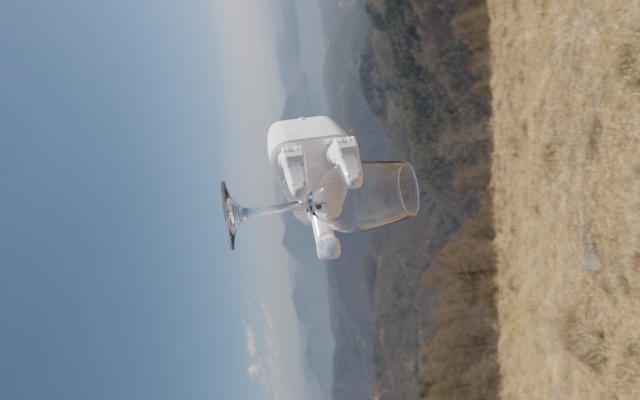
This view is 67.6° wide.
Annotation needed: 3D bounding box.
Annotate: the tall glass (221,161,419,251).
[{"bbox_3d":[-0.001,0.002,0.513,0.201,0.079,0.079,-8,1,-6],"label":"tall glass"}]
